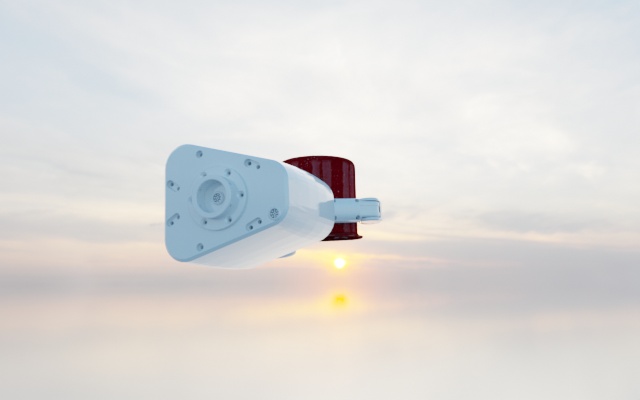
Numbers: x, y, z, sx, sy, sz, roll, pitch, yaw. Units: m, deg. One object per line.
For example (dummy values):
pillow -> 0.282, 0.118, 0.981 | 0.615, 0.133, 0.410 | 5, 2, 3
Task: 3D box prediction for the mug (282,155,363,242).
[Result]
mug -> 0.001, 0.002, 0.511 | 0.093, 0.081, 0.117 | -3, -8, 16
